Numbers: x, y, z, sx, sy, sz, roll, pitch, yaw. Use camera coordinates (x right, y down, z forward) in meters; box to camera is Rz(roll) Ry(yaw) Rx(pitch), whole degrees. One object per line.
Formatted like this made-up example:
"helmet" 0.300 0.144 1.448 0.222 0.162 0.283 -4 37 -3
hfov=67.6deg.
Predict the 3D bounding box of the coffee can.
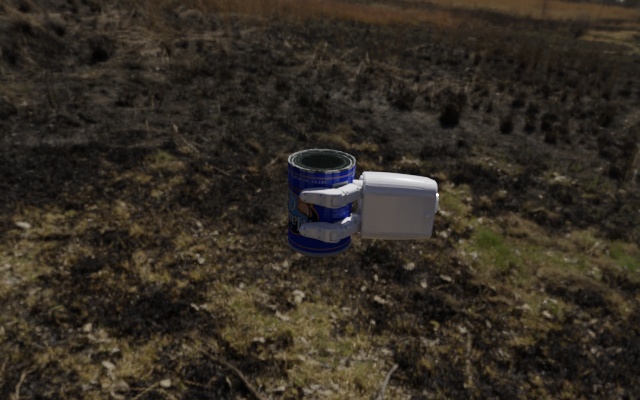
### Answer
"coffee can" 0.000 0.003 0.742 0.103 0.140 0.102 1 24 -1
